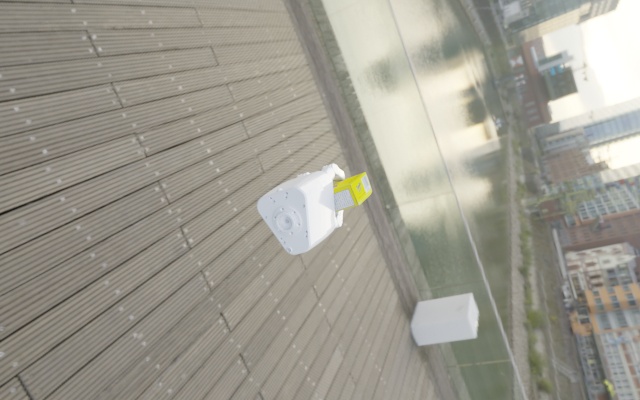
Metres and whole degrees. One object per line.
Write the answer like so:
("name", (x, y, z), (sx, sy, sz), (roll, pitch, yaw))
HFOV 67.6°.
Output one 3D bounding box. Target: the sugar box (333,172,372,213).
("sugar box", (0.000, 0.002, 0.880), (0.176, 0.048, 0.093), (-17, 9, 26))
